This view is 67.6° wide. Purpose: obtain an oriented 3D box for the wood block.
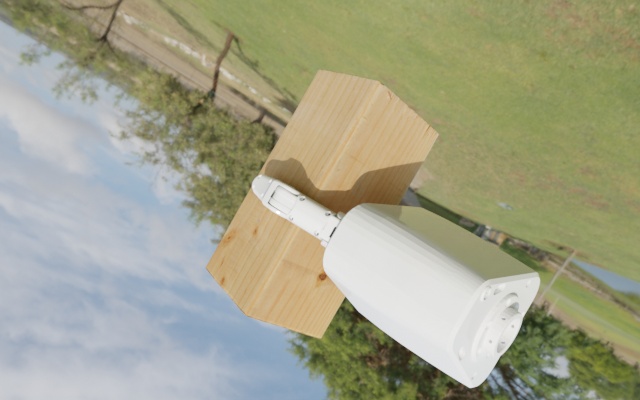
[{"bbox_3d":[0.000,0.002,0.421,0.091,0.206,0.090,30,1,-39],"label":"wood block"}]
